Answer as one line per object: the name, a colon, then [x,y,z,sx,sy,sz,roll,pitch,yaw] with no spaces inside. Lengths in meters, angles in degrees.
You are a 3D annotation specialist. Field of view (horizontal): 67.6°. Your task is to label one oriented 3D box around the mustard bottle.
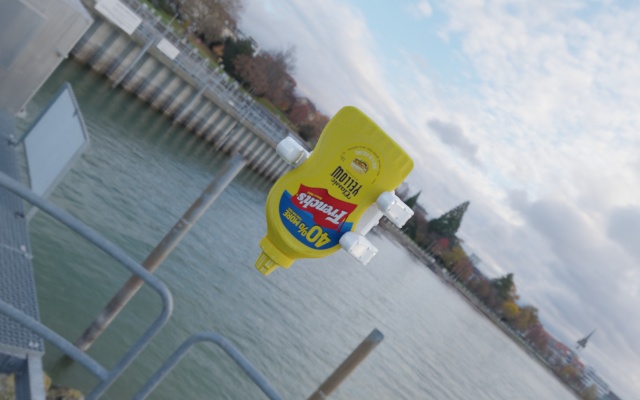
mustard bottle: [0.000,0.001,0.496,0.096,0.191,0.058,41,4,-13]
